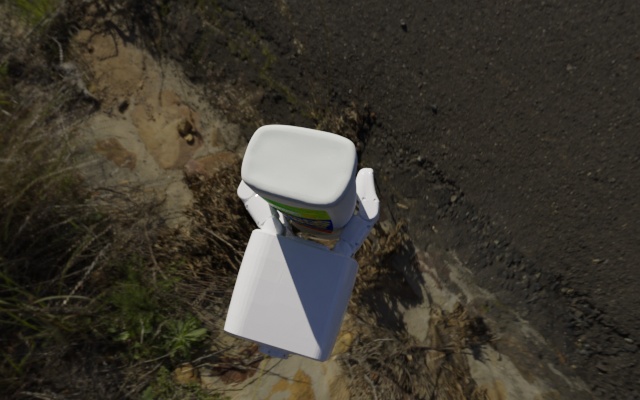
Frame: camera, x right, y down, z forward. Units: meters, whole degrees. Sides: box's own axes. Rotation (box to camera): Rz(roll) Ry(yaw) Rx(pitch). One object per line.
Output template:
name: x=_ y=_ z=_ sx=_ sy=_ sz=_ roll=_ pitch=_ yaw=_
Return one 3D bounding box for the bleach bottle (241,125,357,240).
bleach bottle: x=0.000 y=0.002 z=0.520 sx=0.102 sy=0.068 sz=0.251 roll=14 pitch=-13 yaw=14
